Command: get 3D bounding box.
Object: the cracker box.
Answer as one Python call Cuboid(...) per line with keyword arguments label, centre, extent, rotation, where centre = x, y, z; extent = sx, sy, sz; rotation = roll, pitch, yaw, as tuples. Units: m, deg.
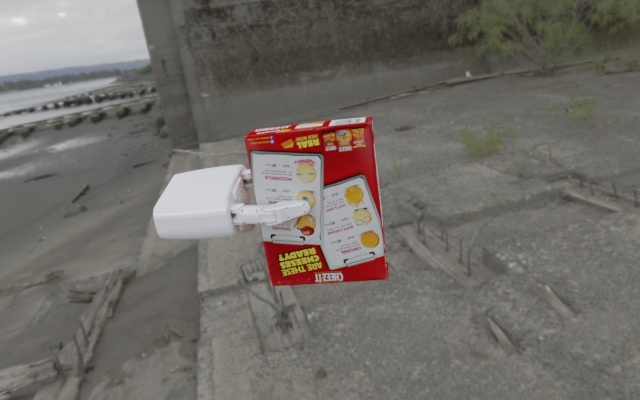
Cuboid(label="cracker box", centre=(0.000, 0.002, 0.646), extent=(0.164, 0.214, 0.072), rotation=(-5, 18, 10))
